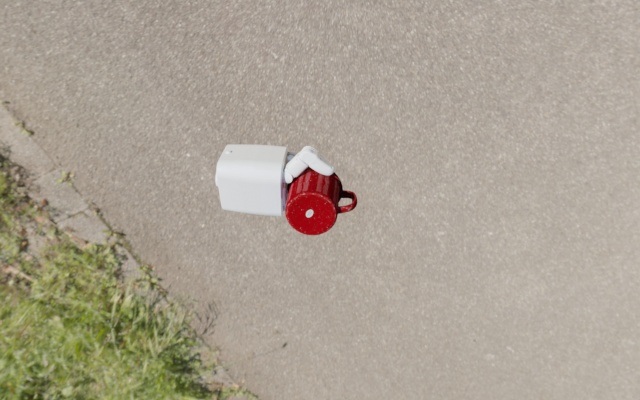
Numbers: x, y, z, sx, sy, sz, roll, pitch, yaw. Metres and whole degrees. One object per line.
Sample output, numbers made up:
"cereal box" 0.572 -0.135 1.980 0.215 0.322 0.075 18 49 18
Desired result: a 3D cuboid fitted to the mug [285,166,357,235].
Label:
"mug" 0.002 0.003 0.761 0.117 0.093 0.081 3 31 3
